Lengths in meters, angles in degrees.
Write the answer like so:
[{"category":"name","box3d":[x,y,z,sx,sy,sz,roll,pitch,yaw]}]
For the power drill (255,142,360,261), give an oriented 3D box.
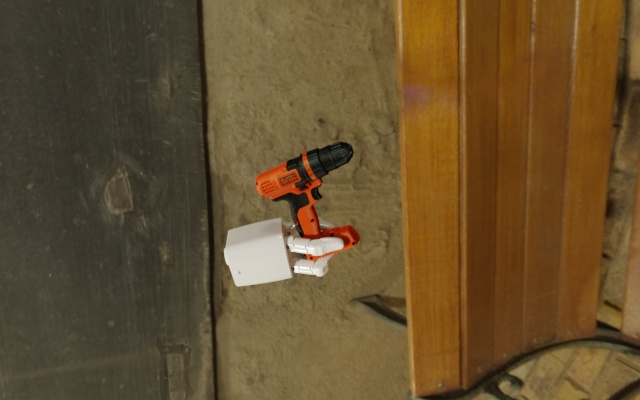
[{"category":"power drill","box3d":[0.000,0.003,0.851,0.184,0.188,0.057,-21,16,17]}]
